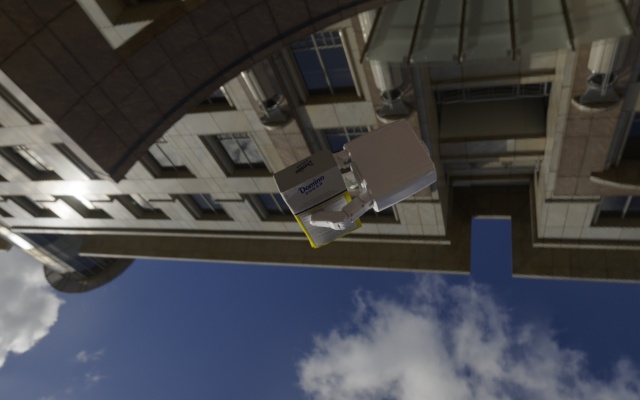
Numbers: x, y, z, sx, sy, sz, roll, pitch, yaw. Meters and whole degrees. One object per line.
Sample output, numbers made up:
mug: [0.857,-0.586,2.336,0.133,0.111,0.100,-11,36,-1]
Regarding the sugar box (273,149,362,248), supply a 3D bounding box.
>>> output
sugar box: [0.000,0.002,0.750,0.093,0.048,0.176,-26,-39,0]
